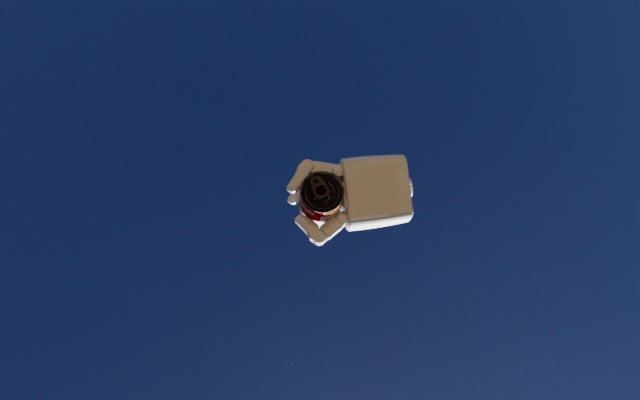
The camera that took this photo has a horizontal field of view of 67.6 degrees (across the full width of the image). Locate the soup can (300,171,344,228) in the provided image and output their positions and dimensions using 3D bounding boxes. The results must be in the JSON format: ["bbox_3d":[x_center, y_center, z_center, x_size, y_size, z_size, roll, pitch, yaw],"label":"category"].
[{"bbox_3d":[0.000,0.003,0.773,0.068,0.068,0.102,0,-19,-3],"label":"soup can"}]
